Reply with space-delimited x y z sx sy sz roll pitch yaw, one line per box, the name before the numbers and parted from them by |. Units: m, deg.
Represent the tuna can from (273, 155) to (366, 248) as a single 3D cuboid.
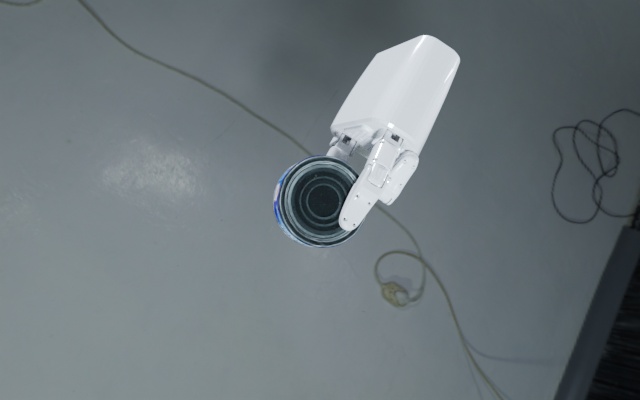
tuna can | 0.000 0.001 0.444 0.086 0.086 0.034 0 -3 -14
